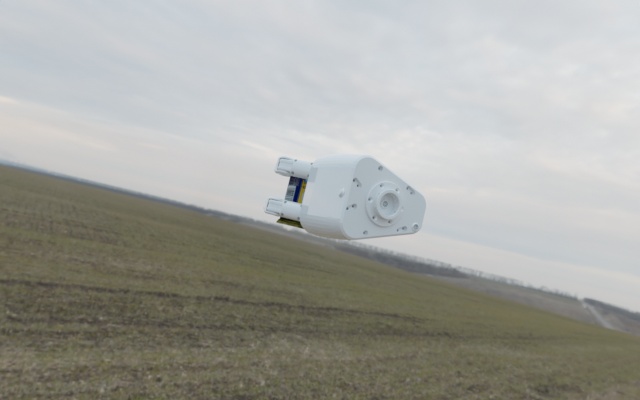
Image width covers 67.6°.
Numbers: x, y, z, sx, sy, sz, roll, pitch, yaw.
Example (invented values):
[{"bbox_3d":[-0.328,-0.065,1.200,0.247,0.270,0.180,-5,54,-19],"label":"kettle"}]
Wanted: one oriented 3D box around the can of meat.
[{"bbox_3d":[0.000,0.002,0.652,0.102,0.084,0.057,15,-4,-21],"label":"can of meat"}]
